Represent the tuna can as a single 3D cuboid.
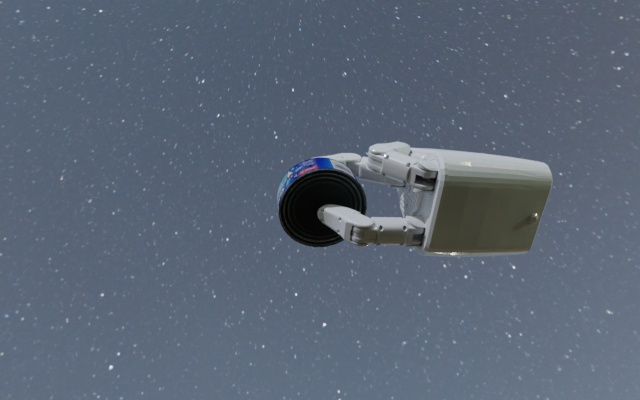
[{"bbox_3d":[0.000,0.001,0.471,0.086,0.086,0.033,0,28,-11],"label":"tuna can"}]
